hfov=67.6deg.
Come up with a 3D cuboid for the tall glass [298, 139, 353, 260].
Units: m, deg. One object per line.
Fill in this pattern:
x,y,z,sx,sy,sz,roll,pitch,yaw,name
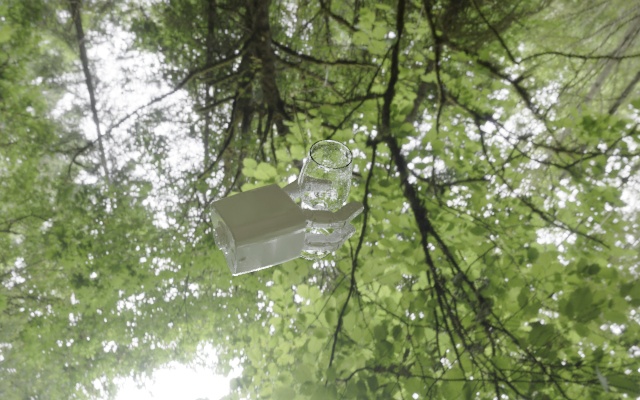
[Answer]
0.000,0.003,0.735,0.079,0.079,0.201,0,-43,-12,tall glass
